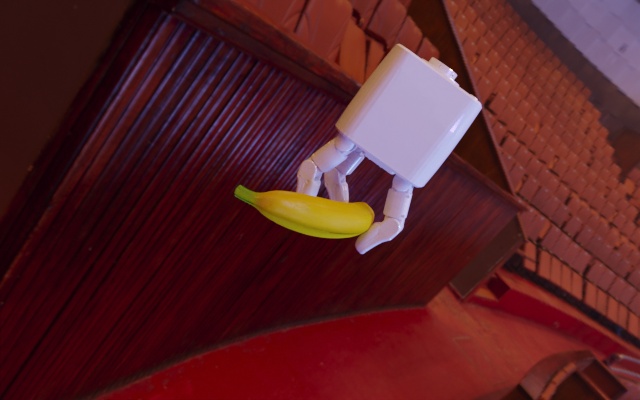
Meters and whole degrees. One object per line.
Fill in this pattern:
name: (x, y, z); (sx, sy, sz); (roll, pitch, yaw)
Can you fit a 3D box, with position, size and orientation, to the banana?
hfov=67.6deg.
banana: (0.008, 0.012, 0.496); (0.198, 0.037, 0.069); (12, 27, -48)
